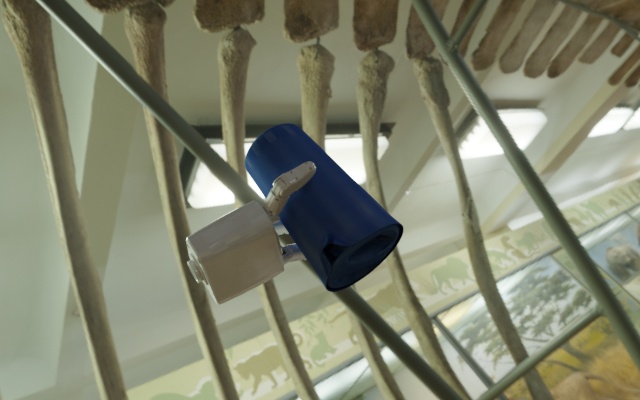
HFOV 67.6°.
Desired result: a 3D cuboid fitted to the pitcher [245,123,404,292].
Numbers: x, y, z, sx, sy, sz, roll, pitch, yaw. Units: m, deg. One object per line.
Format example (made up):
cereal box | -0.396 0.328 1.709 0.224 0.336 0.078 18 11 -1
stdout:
pitcher | 0.000 0.002 0.699 0.145 0.242 0.149 -29 -29 -21
